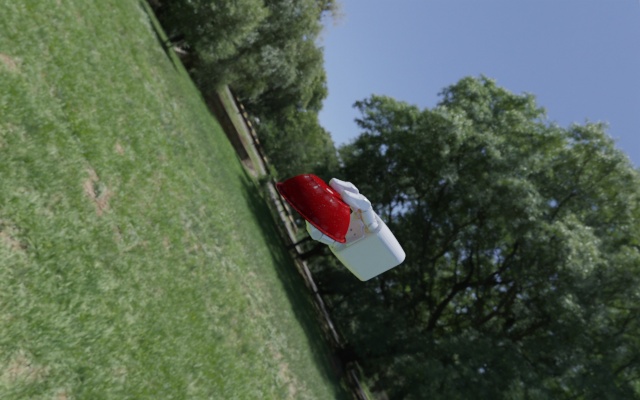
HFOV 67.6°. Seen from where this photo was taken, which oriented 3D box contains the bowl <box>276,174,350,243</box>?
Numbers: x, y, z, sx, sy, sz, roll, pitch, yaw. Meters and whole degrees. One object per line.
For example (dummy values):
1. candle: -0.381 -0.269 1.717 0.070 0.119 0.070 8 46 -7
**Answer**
1. bowl: 0.000 0.002 0.847 0.162 0.055 0.162 39 9 -7
